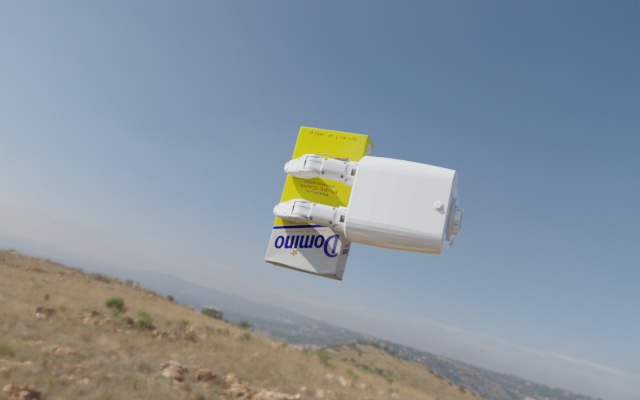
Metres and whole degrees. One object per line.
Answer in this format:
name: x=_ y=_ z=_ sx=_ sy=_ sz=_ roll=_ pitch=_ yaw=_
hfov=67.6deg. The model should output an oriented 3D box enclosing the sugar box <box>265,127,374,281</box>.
sugar box: x=0.000 y=0.002 z=0.589 sx=0.093 sy=0.176 sz=0.048 roll=10 pitch=-14 yaw=18
